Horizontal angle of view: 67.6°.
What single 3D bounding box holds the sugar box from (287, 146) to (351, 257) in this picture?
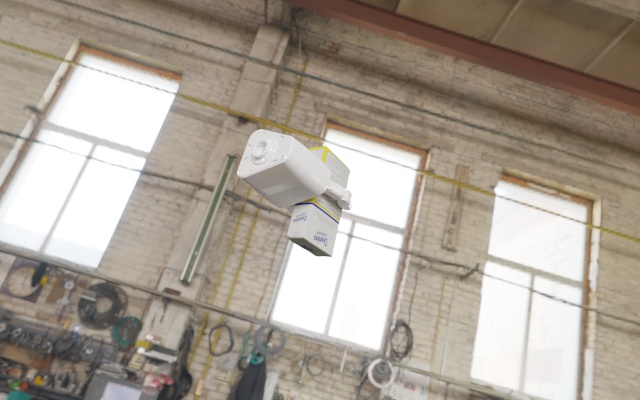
[{"bbox_3d":[0.000,0.003,0.846,0.048,0.176,0.093,-1,-27,37],"label":"sugar box"}]
